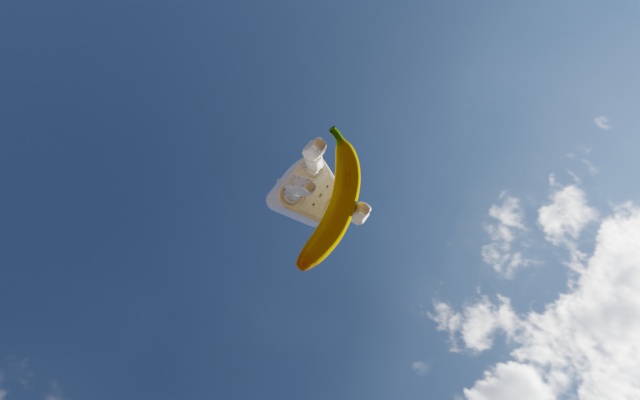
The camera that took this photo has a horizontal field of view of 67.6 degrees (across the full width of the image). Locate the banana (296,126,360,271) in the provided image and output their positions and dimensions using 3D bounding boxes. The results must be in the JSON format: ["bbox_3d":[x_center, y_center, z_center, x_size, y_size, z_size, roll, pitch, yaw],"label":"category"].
[{"bbox_3d":[0.017,0.004,0.652,0.069,0.197,0.037,16,-9,-23],"label":"banana"}]
